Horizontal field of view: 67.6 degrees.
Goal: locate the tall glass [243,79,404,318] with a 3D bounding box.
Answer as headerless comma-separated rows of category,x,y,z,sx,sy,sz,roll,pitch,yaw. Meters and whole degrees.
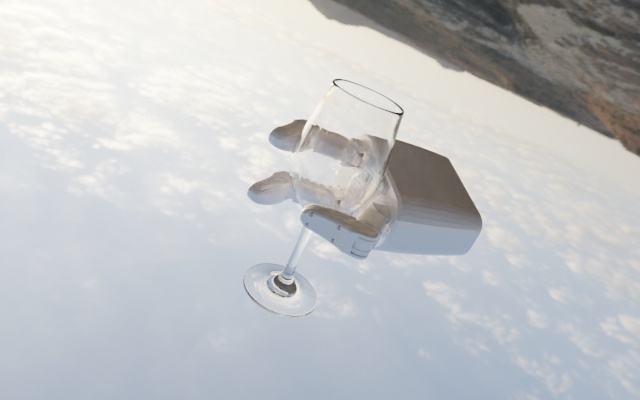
tall glass,0.000,0.002,0.411,0.079,0.201,0.079,20,25,-9
